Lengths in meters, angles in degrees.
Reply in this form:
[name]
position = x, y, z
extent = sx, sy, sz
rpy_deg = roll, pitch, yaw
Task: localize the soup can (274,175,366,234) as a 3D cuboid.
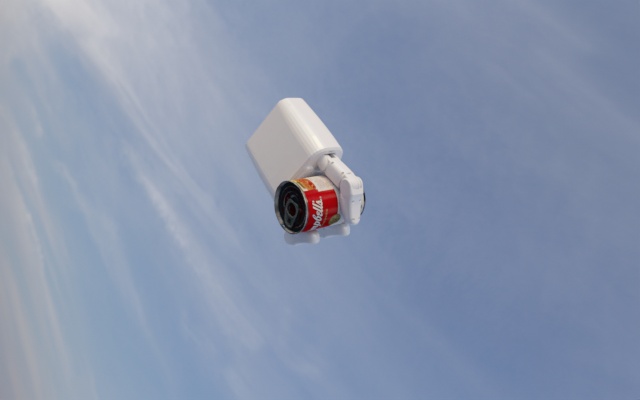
[soup can]
position = 0.001, 0.002, 0.623
extent = 0.102, 0.068, 0.068
rpy_deg = -10, 6, -39
